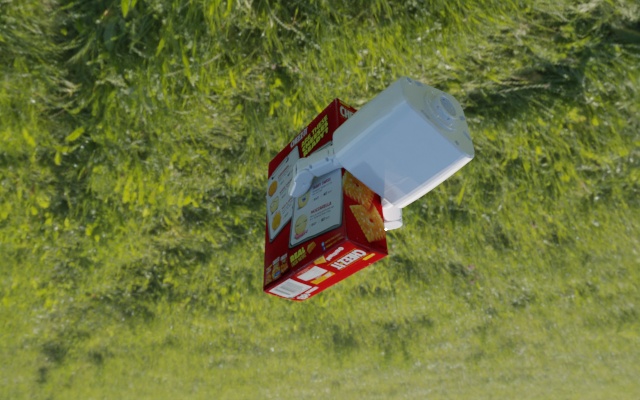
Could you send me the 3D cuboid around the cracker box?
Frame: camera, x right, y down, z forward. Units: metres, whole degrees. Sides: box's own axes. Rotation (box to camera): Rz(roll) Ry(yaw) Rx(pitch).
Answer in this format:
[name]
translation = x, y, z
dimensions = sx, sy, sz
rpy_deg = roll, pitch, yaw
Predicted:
[cracker box]
translation = 0.000, 0.002, 0.618
dimensions = 0.072, 0.213, 0.164
rpy_deg = 24, -43, -31
